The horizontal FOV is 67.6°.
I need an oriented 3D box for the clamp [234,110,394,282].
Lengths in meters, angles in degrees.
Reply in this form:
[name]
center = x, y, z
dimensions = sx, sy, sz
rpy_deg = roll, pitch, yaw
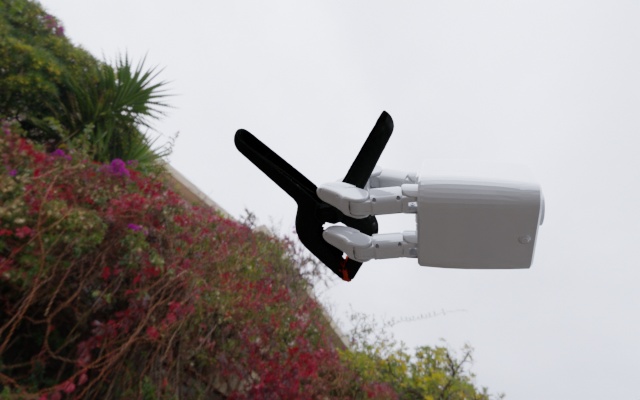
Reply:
[clamp]
center = 0.001, 0.002, 0.518
dimensions = 0.164, 0.210, 0.036
rpy_deg = 3, 36, 16
